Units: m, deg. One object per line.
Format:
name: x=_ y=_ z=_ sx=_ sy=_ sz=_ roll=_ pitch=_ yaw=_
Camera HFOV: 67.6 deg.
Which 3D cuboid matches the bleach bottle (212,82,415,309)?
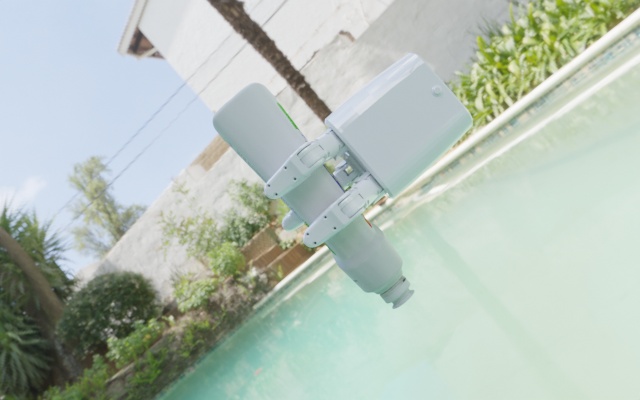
bleach bottle: x=0.000 y=0.002 z=0.478 sx=0.068 sy=0.251 sz=0.102 roll=-40 pitch=-2 yaw=1
